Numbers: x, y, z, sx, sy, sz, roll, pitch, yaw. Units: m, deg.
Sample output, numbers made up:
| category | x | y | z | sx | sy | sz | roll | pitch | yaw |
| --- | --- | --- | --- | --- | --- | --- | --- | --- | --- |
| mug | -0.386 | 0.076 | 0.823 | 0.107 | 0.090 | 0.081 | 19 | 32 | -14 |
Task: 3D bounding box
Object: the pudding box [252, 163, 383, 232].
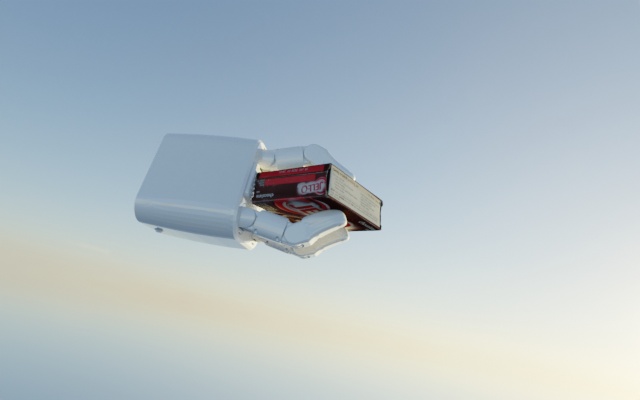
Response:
| category | x | y | z | sx | sy | sz | roll | pitch | yaw |
| --- | --- | --- | --- | --- | --- | --- | --- | --- | --- |
| pudding box | 0.000 | 0.001 | 0.490 | 0.090 | 0.039 | 0.113 | -4 | -19 | 34 |
